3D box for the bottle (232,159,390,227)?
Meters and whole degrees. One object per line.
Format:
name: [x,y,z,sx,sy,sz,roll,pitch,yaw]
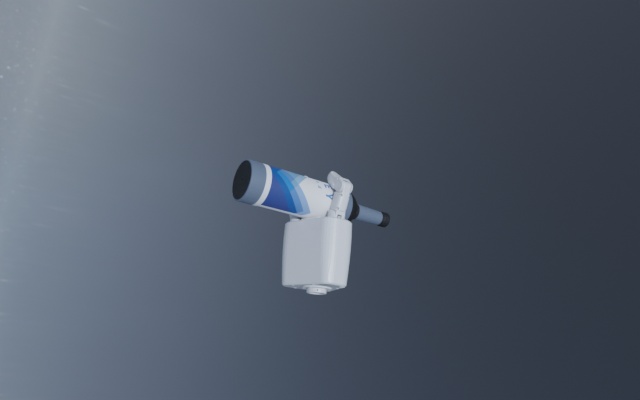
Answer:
bottle: [0.000,0.002,0.801,0.296,0.069,0.069,16,-9,-33]
